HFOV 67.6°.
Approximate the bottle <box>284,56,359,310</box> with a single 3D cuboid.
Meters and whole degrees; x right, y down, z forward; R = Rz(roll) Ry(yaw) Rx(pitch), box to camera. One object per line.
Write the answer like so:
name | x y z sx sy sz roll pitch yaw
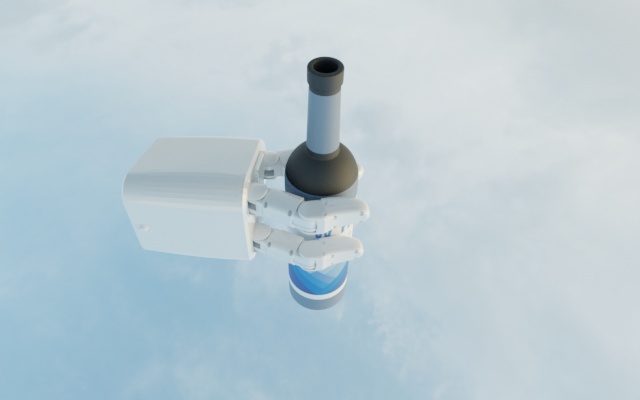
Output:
bottle | 0.000 0.002 0.454 0.069 0.069 0.296 0 -42 -2
